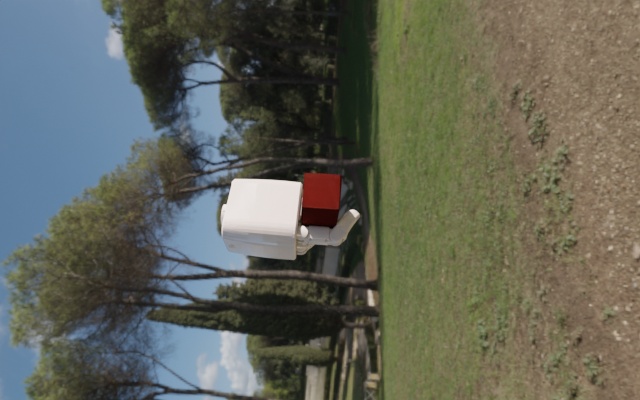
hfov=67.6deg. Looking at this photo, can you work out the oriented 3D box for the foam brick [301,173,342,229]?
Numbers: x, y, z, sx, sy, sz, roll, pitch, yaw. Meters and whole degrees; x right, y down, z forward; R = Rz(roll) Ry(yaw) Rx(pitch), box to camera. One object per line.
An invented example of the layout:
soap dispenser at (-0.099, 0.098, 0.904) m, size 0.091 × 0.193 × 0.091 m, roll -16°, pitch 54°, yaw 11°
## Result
foam brick at (0.000, 0.002, 0.665) m, size 0.051 × 0.053 × 0.078 m, roll 5°, pitch -24°, yaw -1°
